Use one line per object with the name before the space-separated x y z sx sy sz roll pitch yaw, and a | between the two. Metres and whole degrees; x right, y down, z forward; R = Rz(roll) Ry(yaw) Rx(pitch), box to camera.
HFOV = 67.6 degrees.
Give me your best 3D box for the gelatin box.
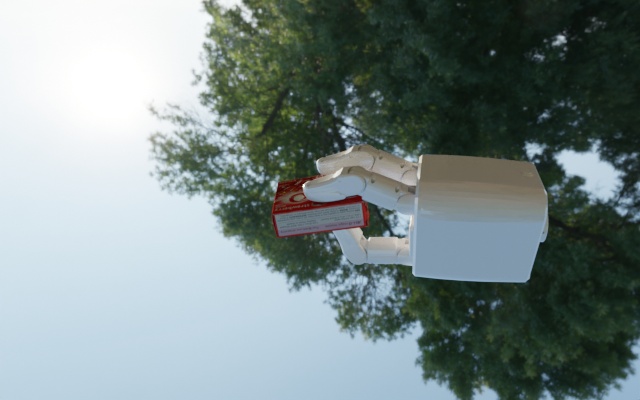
gelatin box | 0.000 0.002 0.468 0.089 0.030 0.073 -8 26 4
